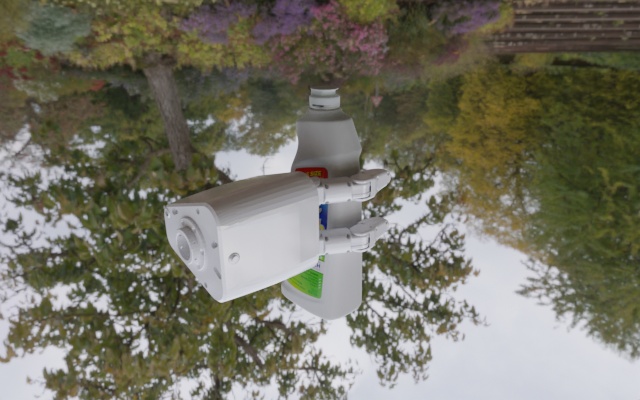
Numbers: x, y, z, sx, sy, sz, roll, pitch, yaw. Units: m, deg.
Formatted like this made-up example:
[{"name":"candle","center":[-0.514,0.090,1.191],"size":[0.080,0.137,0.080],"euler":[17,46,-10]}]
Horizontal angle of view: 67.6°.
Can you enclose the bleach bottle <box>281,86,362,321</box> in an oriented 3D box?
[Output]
[{"name":"bleach bottle","center":[0.000,0.002,0.529],"size":[0.068,0.251,0.102],"euler":[-18,27,-38]}]
